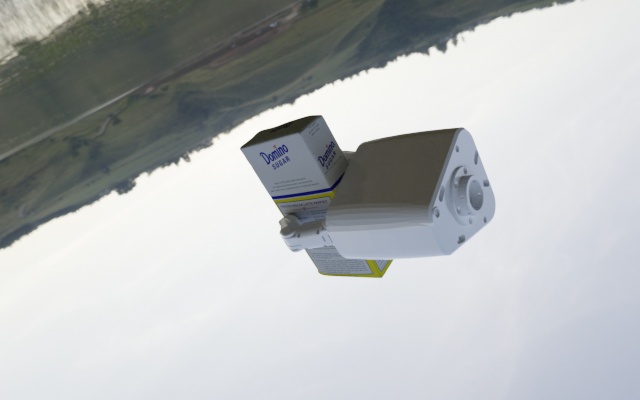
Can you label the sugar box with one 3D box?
[{"bbox_3d":[0.001,0.001,0.496,0.093,0.176,0.048,-6,30,43],"label":"sugar box"}]
